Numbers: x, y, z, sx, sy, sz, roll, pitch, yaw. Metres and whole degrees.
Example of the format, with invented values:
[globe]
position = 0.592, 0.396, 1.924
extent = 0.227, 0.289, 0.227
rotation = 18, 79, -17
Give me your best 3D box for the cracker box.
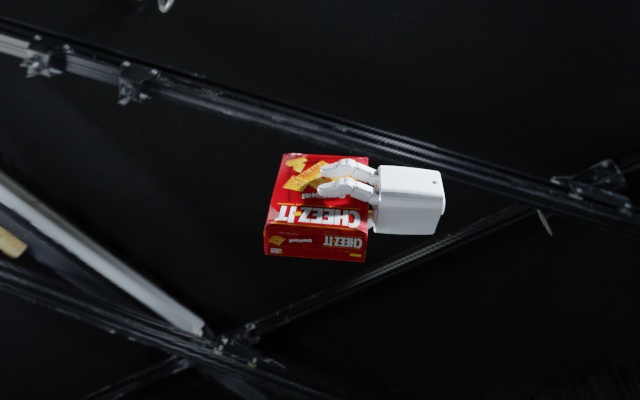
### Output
[cracker box]
position = 0.000, 0.003, 0.832
extent = 0.164, 0.072, 0.213
rotation = 4, 38, 3
